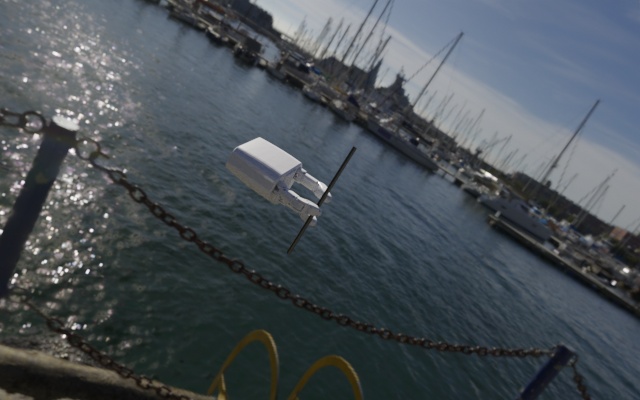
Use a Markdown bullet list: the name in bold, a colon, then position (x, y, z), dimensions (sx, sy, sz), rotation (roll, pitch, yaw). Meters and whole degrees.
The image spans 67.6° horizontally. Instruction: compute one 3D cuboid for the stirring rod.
- **stirring rod**: position (0.000, 0.003, 0.892), dimensions (0.011, 0.239, 0.011), rotation (30, 14, -8)
